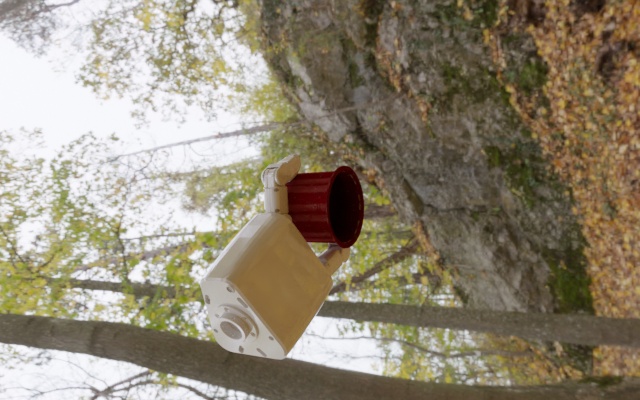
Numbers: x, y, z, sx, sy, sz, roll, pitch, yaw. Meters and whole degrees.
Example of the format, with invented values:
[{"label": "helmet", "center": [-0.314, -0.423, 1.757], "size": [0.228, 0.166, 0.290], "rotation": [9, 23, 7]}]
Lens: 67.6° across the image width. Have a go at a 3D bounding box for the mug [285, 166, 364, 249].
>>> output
[{"label": "mug", "center": [0.000, 0.001, 0.565], "size": [0.081, 0.093, 0.117], "rotation": [-1, 30, 30]}]
